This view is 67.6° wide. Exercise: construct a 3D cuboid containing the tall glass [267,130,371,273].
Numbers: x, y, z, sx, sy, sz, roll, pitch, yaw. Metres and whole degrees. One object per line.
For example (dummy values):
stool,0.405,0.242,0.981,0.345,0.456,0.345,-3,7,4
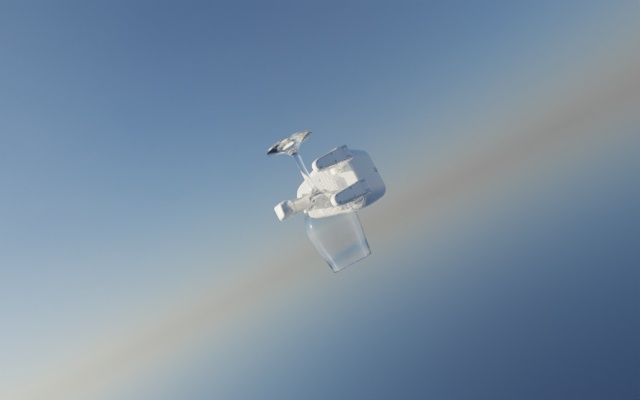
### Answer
tall glass,0.000,0.002,0.697,0.079,0.201,0.079,-28,-6,-3
